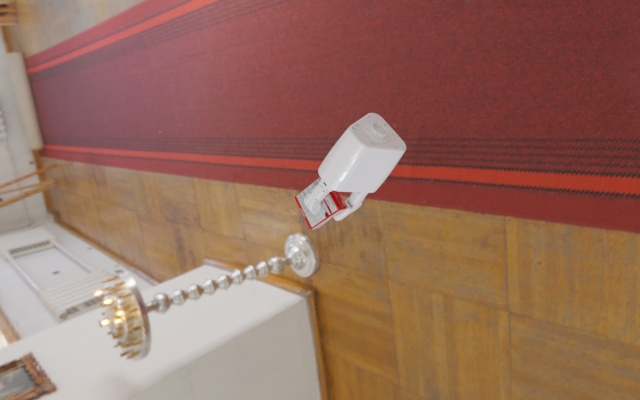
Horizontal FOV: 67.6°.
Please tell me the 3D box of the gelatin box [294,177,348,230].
[{"bbox_3d":[0.000,0.003,0.892,0.030,0.073,0.089,-16,-16,-48],"label":"gelatin box"}]
